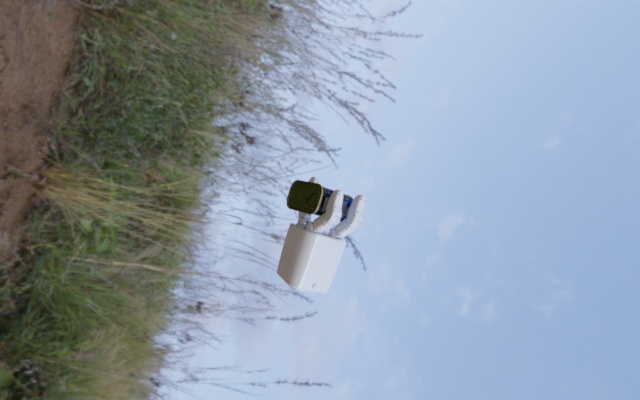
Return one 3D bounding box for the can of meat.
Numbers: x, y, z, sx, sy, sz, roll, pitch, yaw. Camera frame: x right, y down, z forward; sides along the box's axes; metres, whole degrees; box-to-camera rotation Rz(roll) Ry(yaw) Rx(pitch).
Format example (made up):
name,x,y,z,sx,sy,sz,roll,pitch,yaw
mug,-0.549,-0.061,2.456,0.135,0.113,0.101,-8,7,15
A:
name,x,y,z,sx,sy,sz,roll,pitch,yaw
can of meat,0.000,0.003,0.894,0.084,0.057,0.102,18,-4,-37
